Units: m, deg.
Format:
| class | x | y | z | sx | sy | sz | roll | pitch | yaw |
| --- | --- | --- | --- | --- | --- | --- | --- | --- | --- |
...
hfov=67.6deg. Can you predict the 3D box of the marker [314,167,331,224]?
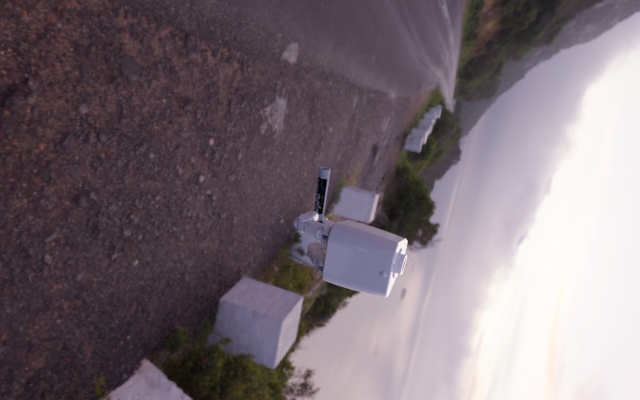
| class | x | y | z | sx | sy | sz | roll | pitch | yaw |
| --- | --- | --- | --- | --- | --- | --- | --- | --- | --- |
| marker | 0.000 | 0.003 | 0.805 | 0.020 | 0.121 | 0.020 | 7 | 22 | -3 |
